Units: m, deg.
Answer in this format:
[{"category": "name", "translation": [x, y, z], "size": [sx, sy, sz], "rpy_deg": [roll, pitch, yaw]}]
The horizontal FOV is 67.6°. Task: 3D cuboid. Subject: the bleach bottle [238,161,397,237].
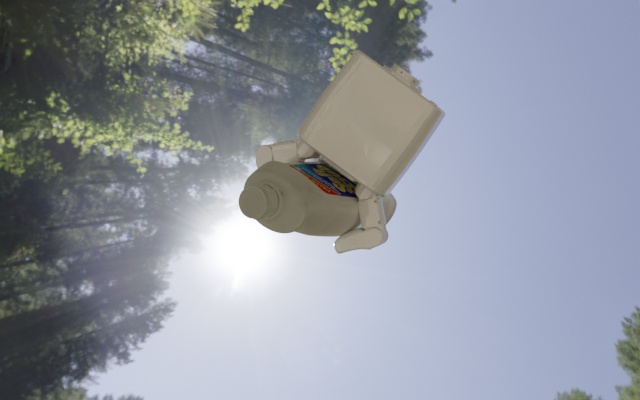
[{"category": "bleach bottle", "translation": [0.000, 0.002, 0.512], "size": [0.102, 0.068, 0.251], "rpy_deg": [42, 18, 17]}]
